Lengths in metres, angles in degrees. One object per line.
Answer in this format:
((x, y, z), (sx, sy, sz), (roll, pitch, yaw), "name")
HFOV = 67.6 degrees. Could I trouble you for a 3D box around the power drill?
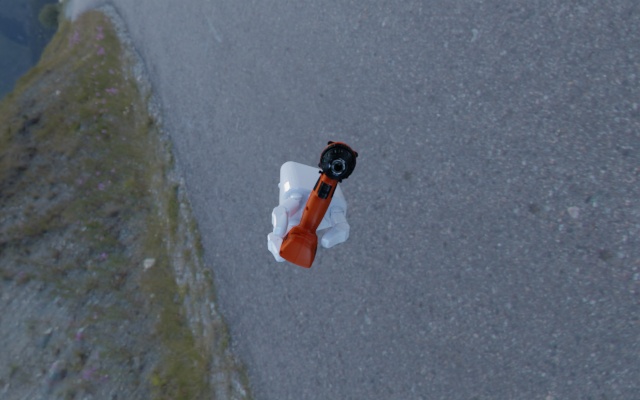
((0.000, 0.003, 0.709), (0.057, 0.188, 0.184), (25, 11, 0), "power drill")
